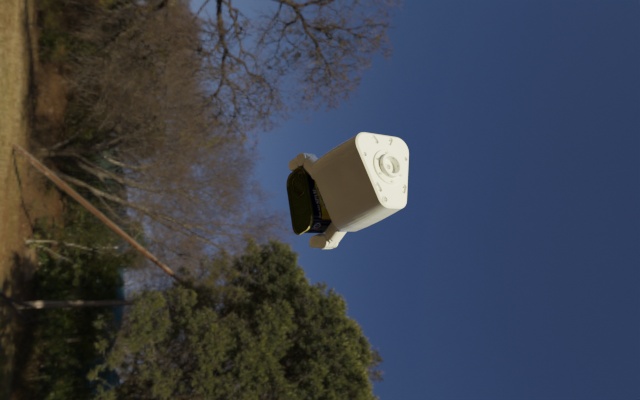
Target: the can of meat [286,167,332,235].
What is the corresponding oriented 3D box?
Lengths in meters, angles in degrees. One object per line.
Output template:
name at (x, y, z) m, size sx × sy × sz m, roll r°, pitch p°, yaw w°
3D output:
can of meat at (0.000, 0.003, 0.754) m, size 0.084 × 0.102 × 0.057 m, roll 3°, pitch -23°, yaw -33°
